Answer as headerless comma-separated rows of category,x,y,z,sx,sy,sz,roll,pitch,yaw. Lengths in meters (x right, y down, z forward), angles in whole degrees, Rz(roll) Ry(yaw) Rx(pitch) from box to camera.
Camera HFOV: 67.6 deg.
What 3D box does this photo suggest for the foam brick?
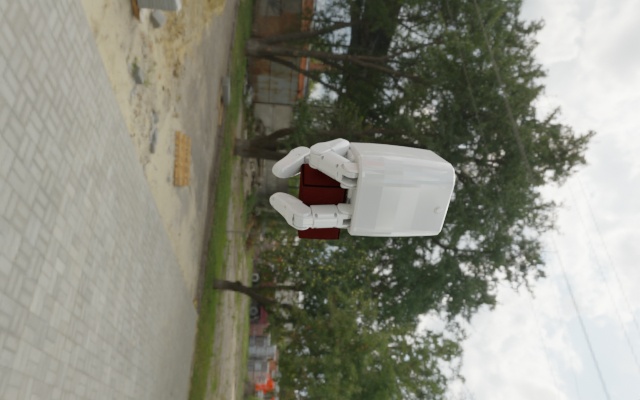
foam brick,0.000,0.002,0.574,0.051,0.078,0.053,2,34,-6
